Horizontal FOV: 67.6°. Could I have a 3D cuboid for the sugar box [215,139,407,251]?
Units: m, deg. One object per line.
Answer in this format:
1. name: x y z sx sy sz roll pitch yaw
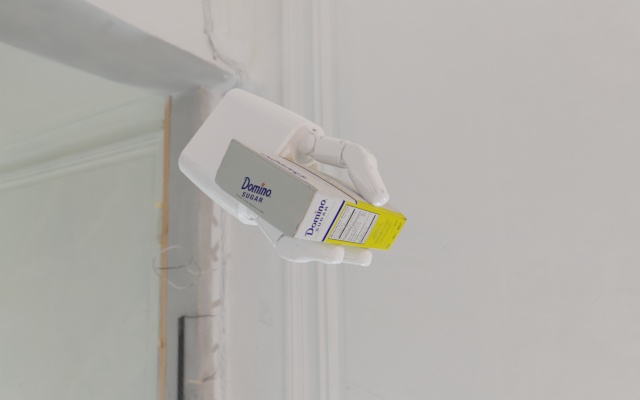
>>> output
1. sugar box: 0.000 0.002 0.419 0.093 0.048 0.176 32 11 31
